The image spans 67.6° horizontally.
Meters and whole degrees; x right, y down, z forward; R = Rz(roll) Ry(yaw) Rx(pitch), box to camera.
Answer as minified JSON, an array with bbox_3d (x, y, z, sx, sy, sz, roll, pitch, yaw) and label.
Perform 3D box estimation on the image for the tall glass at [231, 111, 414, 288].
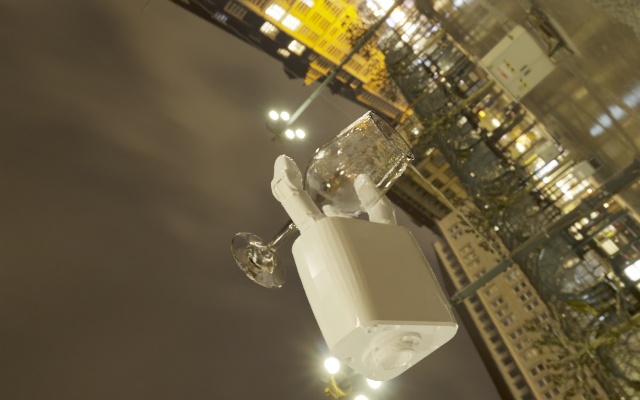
[{"bbox_3d":[0.000,0.002,0.484,0.201,0.079,0.079,-44,-19,21],"label":"tall glass"}]
